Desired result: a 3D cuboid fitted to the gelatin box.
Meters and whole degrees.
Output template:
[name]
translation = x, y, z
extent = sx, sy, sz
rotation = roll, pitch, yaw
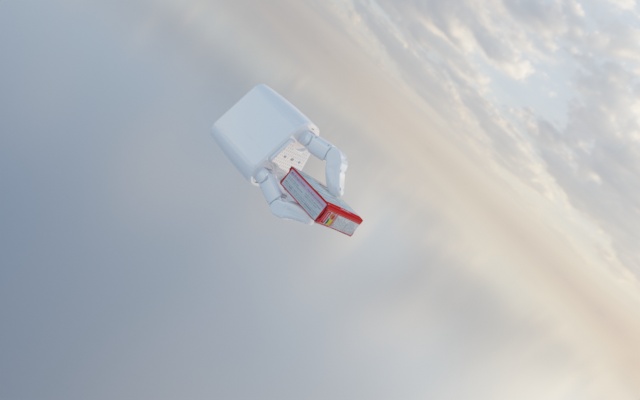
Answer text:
[gelatin box]
translation = 0.001, 0.002, 0.591
extent = 0.073, 0.030, 0.089
rotation = 26, 15, -48
